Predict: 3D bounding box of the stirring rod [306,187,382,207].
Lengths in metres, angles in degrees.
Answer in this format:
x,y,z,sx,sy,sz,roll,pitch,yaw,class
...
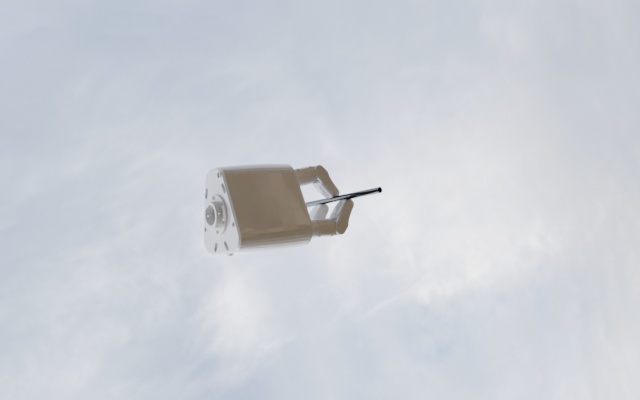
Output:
x,y,z,sx,sy,sz,roll,pitch,yaw,class
0.000,0.002,0.703,0.011,0.011,0.239,0,-8,-40,stirring rod
